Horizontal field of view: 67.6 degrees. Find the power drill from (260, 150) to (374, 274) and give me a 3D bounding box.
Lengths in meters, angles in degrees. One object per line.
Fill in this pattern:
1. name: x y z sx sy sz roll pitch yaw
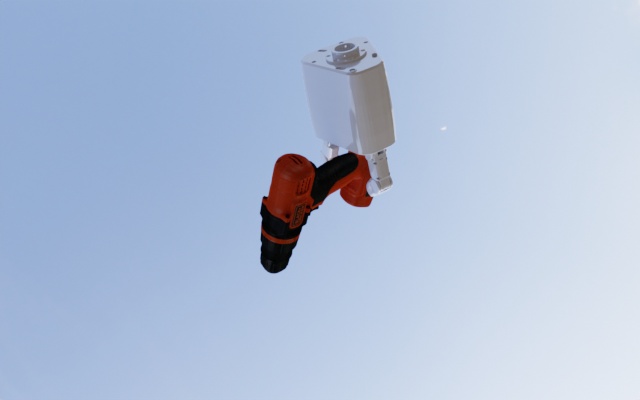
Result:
1. power drill: 0.000 0.002 0.643 0.057 0.185 0.187 39 44 25
